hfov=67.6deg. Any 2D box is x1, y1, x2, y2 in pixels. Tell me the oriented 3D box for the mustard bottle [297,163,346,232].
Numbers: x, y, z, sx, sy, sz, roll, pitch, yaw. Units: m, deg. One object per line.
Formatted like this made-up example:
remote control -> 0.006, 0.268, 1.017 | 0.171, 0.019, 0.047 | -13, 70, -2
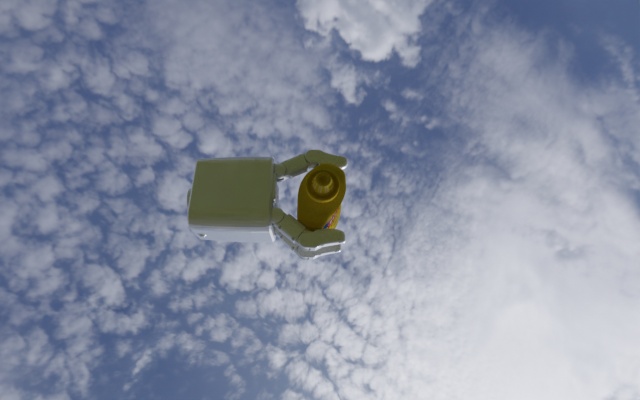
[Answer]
mustard bottle -> 0.000, 0.002, 0.647 | 0.058, 0.096, 0.192 | 24, -16, 6
